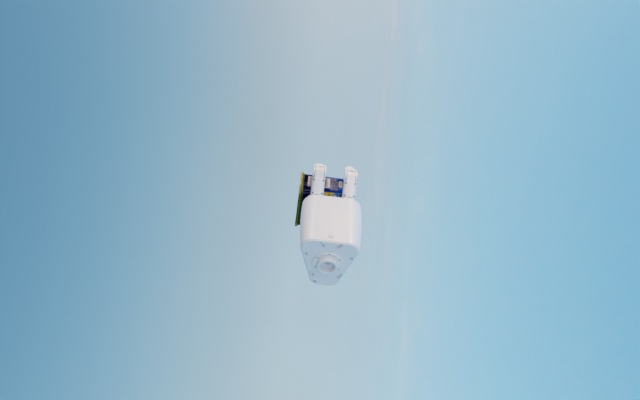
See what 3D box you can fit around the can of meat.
[{"bbox_3d":[0.000,0.003,0.866,0.084,0.102,0.057,7,37,-2],"label":"can of meat"}]
